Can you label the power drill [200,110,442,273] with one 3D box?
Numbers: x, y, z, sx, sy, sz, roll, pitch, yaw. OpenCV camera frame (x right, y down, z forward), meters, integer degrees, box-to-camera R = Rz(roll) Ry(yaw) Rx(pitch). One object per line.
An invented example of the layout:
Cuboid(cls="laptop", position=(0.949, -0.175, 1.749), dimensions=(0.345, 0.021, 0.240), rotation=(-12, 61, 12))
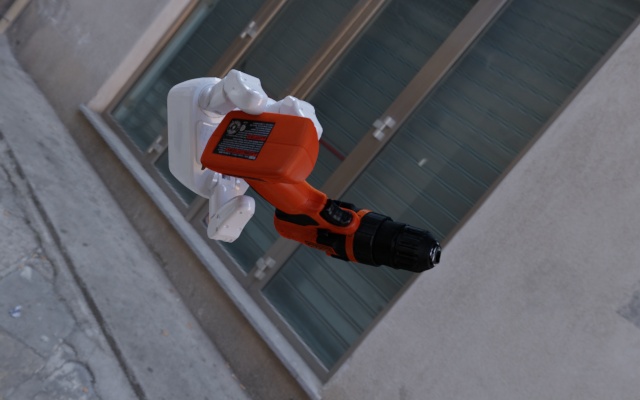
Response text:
Cuboid(cls="power drill", position=(0.000, 0.001, 0.421), dimensions=(0.184, 0.057, 0.188), rotation=(10, -24, 35))
